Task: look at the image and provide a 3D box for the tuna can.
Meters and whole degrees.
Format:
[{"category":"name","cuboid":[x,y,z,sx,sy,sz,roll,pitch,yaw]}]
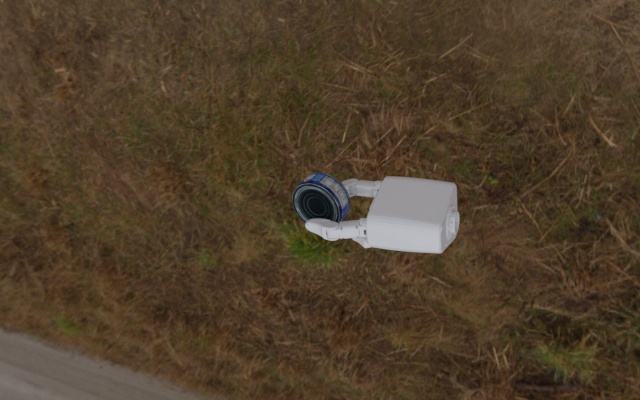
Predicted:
[{"category":"tuna can","cuboid":[0.000,0.003,0.727,0.086,0.086,0.033,0,30,33]}]
